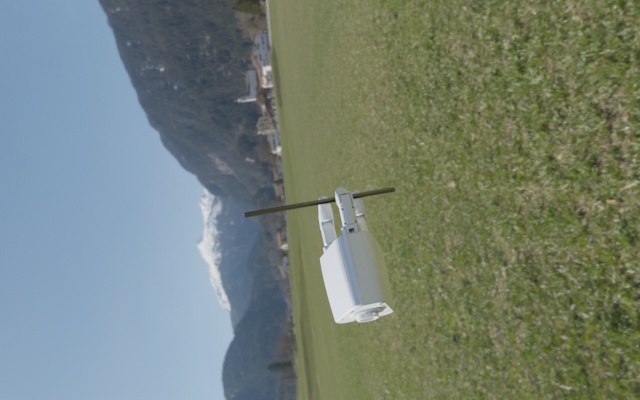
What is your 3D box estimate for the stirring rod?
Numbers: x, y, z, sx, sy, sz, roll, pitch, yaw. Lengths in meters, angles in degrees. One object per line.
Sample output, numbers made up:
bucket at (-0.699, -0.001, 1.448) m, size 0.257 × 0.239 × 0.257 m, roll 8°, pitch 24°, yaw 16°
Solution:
stirring rod at (0.000, 0.002, 0.755) m, size 0.239 × 0.011 × 0.011 m, roll -10°, pitch 1°, yaw -5°
